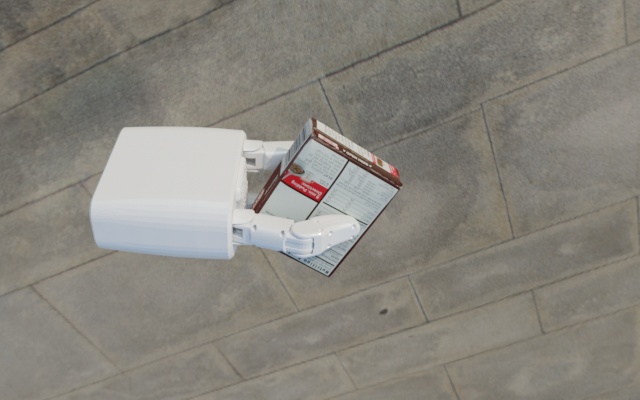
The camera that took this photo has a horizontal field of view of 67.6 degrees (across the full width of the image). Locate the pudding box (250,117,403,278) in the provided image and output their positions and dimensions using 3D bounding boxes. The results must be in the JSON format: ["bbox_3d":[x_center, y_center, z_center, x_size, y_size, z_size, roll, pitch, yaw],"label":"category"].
[{"bbox_3d":[0.000,0.001,0.405,0.090,0.113,0.039,29,28,-16],"label":"pudding box"}]
